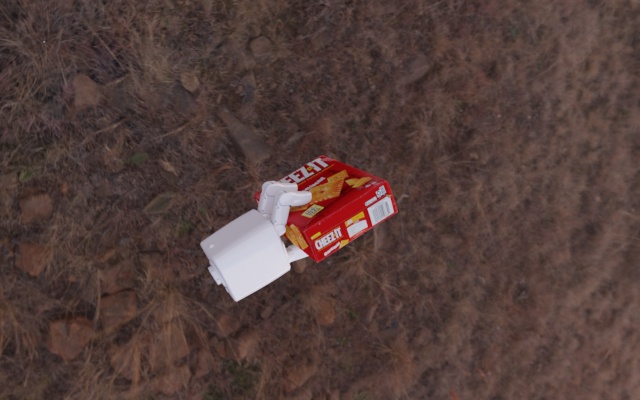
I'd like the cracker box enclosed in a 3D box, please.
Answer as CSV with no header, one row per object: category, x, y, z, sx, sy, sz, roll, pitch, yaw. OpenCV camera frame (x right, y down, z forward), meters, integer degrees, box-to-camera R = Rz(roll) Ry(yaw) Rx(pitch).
cracker box,0.000,0.003,0.824,0.164,0.072,0.213,-31,29,-18
